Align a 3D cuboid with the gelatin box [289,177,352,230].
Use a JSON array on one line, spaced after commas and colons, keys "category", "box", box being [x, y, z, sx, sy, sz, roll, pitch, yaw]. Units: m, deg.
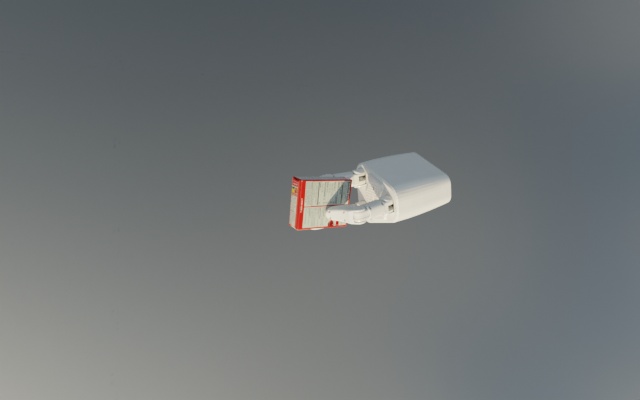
[{"category": "gelatin box", "box": [0.000, 0.002, 0.699, 0.089, 0.073, 0.030, -3, 15, -32]}]
